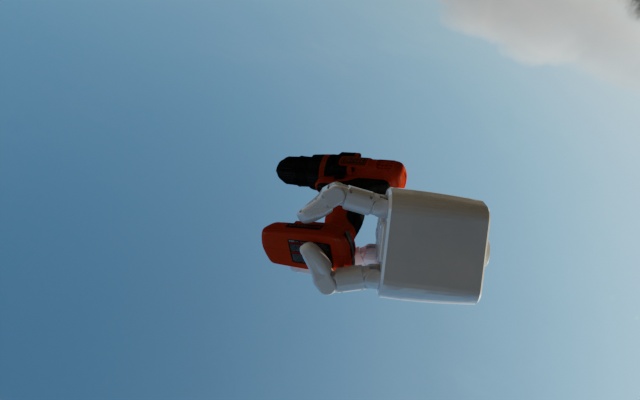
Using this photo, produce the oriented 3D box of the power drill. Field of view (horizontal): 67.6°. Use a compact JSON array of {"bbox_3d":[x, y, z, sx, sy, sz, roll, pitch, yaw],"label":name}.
[{"bbox_3d":[0.000,0.002,0.596,0.184,0.057,0.187,4,38,23],"label":"power drill"}]
